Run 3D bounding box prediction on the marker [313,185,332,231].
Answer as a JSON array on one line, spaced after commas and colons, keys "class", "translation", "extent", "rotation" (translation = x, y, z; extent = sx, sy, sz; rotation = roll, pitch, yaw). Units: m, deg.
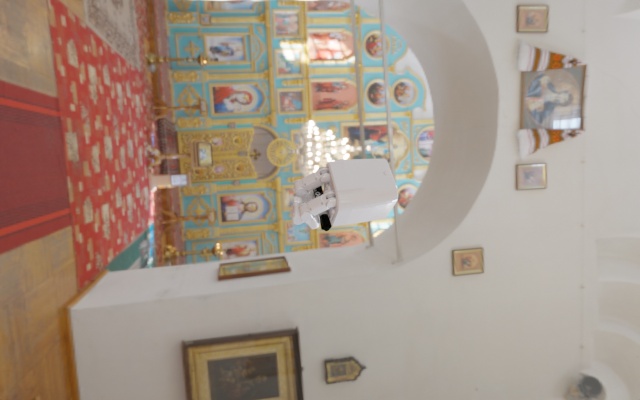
[{"class": "marker", "translation": [0.000, 0.003, 0.844], "extent": [0.020, 0.121, 0.020], "rotation": [-8, -37, -6]}]
